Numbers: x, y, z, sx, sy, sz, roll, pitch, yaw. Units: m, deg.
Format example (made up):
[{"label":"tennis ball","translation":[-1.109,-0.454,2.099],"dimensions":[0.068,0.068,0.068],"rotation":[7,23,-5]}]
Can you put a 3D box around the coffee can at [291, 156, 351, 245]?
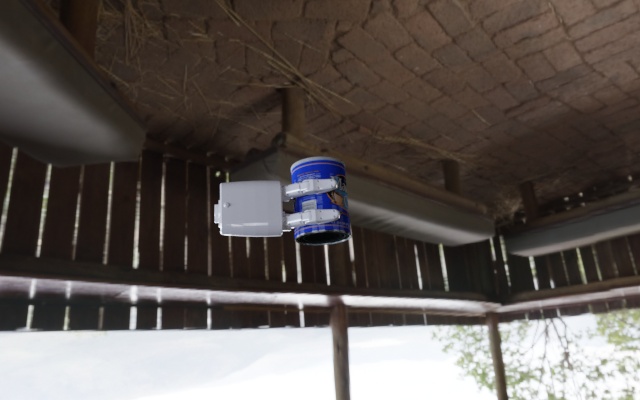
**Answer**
[{"label":"coffee can","translation":[0.000,0.003,0.880],"dimensions":[0.103,0.140,0.103],"rotation":[-4,-18,-1]}]
